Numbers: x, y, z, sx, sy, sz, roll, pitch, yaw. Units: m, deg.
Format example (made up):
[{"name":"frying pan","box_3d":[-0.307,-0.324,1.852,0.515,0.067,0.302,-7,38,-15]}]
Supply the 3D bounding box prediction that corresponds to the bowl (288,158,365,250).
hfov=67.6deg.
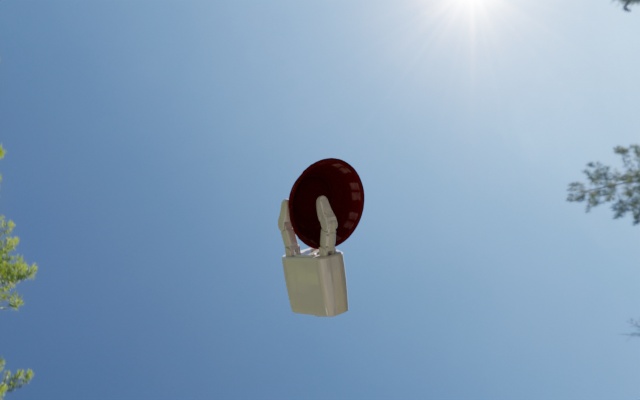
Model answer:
[{"name":"bowl","box_3d":[0.000,0.001,0.848,0.162,0.162,0.055,0,9,-36]}]
